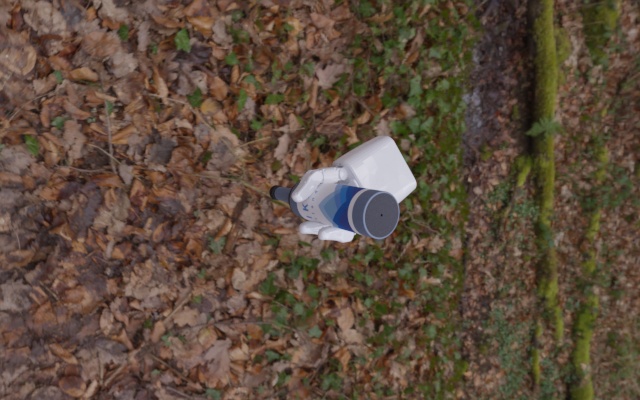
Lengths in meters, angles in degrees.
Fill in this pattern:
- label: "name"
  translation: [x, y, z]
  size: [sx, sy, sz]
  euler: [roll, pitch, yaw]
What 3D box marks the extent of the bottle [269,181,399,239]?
- label: "bottle"
  translation: [0.000, 0.003, 0.770]
  size: [0.069, 0.069, 0.295]
  euler: [0, 7, -35]
